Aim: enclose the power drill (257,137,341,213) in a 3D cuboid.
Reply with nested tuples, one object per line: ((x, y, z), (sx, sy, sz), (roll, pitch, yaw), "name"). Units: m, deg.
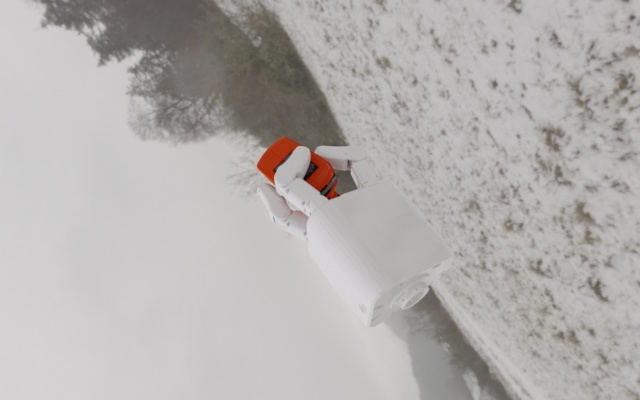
((0.000, 0.002, 0.608), (0.184, 0.057, 0.188), (34, -9, 42), "power drill")
